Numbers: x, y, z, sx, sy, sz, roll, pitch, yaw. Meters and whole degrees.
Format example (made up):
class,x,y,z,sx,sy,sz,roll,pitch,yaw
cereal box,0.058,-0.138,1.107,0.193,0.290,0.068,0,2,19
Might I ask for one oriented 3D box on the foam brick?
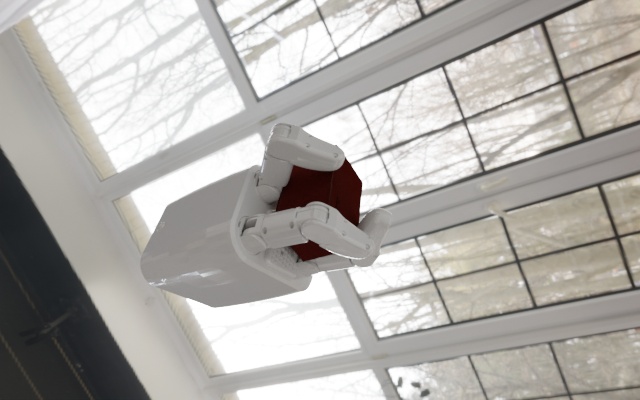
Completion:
class,x,y,z,sx,sy,sz,roll,pitch,yaw
foam brick,0.000,0.001,0.402,0.051,0.078,0.053,-17,-51,25
